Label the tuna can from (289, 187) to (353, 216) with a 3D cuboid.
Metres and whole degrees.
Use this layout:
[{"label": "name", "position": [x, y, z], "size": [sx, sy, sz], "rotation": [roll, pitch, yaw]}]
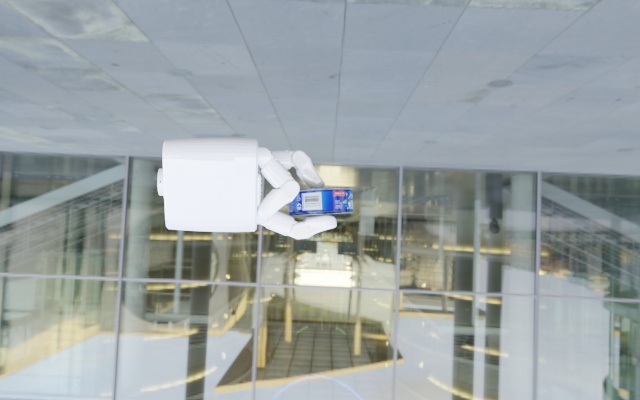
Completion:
[{"label": "tuna can", "position": [0.000, 0.003, 0.628], "size": [0.086, 0.034, 0.086], "rotation": [-3, -2, 0]}]
